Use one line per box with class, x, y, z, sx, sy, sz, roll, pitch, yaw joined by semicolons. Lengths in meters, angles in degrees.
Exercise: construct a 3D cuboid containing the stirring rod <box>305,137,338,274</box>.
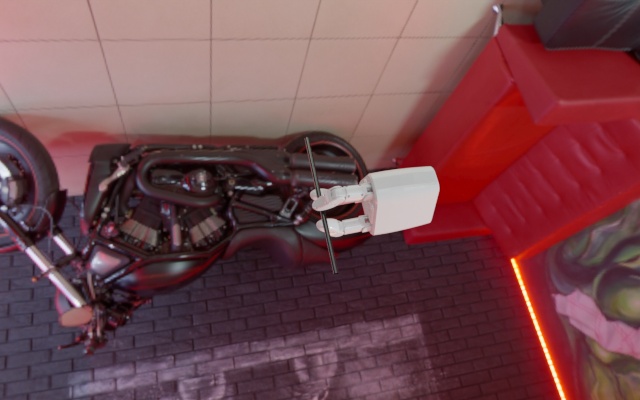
stirring rod;0.000;0.002;0.771;0.011;0.239;0.011;-10;-22;-4
